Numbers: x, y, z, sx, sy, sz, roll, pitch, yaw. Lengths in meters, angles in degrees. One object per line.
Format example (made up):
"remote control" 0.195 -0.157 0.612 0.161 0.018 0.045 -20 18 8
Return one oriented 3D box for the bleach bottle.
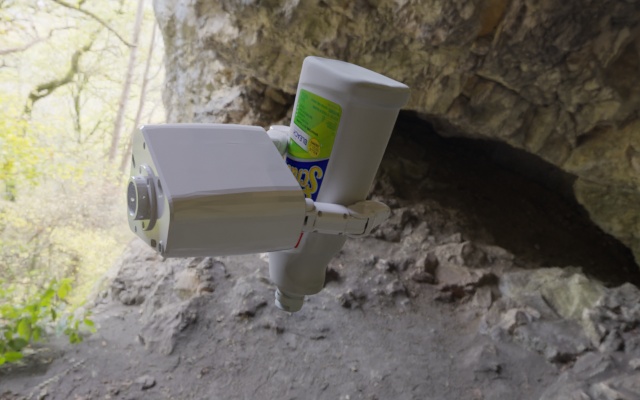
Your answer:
"bleach bottle" 0.000 0.001 0.453 0.068 0.251 0.102 -3 28 -36
